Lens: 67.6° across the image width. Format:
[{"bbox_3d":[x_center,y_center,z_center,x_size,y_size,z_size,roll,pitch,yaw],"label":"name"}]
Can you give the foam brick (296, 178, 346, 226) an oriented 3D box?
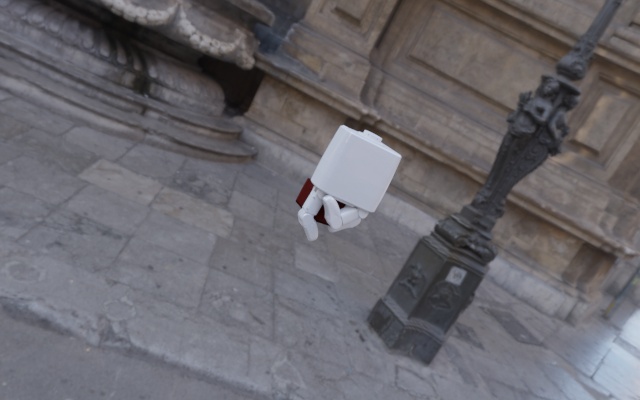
[{"bbox_3d":[0.000,0.003,0.849,0.053,0.051,0.078,19,16,-31],"label":"foam brick"}]
